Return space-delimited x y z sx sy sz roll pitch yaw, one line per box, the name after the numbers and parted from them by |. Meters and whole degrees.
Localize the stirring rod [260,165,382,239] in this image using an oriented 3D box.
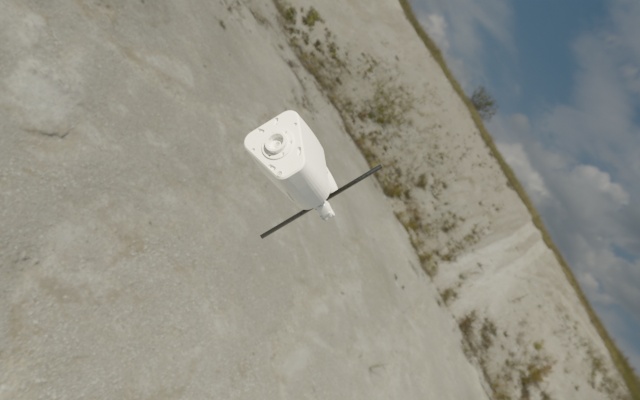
0.000 0.003 0.822 0.239 0.011 0.011 -31 -3 5 | stirring rod
